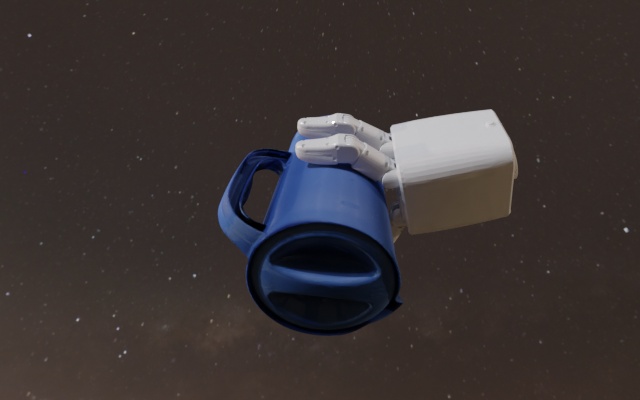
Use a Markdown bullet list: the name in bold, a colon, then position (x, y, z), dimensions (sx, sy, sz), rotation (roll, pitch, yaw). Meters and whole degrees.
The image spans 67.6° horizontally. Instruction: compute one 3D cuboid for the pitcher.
- **pitcher**: position (0.000, 0.002, 0.497), dimensions (0.145, 0.149, 0.242), rotation (-10, 33, 11)
